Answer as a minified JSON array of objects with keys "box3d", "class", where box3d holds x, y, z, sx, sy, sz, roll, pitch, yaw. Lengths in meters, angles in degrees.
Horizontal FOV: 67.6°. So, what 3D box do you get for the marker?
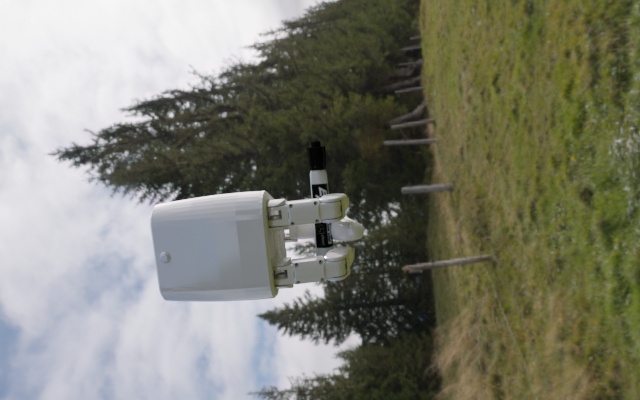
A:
[{"box3d":[0.000,0.002,0.477,0.020,0.121,0.020,-5,7,1],"class":"marker"}]
